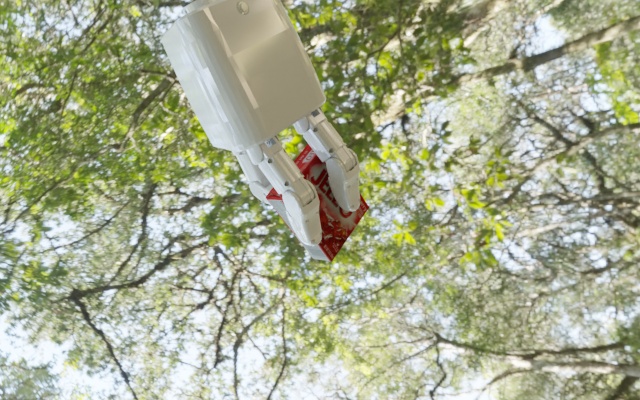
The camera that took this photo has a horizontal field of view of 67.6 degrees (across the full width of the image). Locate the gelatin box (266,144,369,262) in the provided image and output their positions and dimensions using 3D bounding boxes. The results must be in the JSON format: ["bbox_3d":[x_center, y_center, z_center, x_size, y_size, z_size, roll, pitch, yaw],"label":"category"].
[{"bbox_3d":[0.000,0.002,0.449,0.030,0.089,0.073,4,48,47],"label":"gelatin box"}]
